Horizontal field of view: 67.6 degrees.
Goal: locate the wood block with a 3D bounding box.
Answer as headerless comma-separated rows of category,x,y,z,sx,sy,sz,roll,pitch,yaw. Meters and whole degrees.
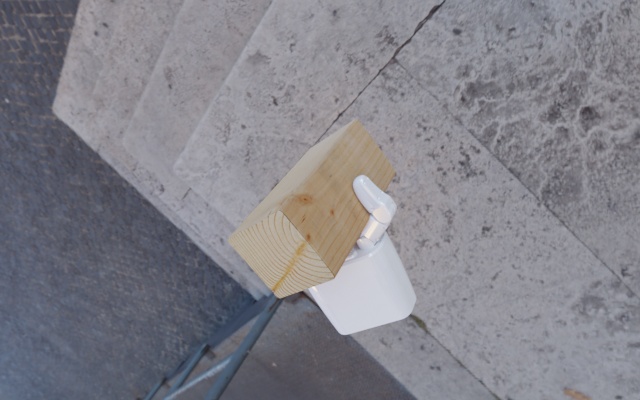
wood block,0.000,0.002,0.553,0.091,0.090,0.206,-27,17,39
